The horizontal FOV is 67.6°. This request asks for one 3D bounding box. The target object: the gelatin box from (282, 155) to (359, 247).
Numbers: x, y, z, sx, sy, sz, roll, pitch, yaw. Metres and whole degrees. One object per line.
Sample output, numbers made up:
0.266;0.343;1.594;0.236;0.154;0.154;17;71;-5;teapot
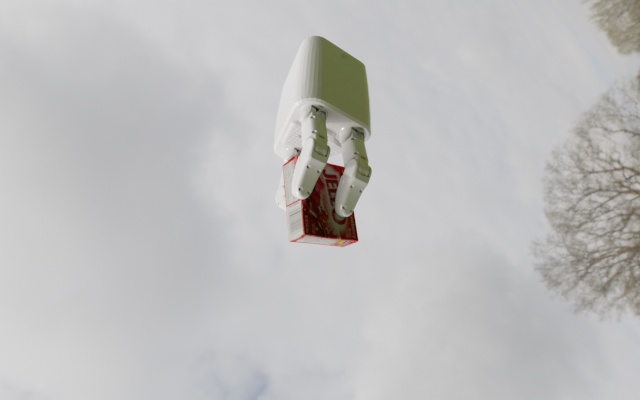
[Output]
0.000;0.002;0.506;0.073;0.089;0.030;10;-26;-38;gelatin box
